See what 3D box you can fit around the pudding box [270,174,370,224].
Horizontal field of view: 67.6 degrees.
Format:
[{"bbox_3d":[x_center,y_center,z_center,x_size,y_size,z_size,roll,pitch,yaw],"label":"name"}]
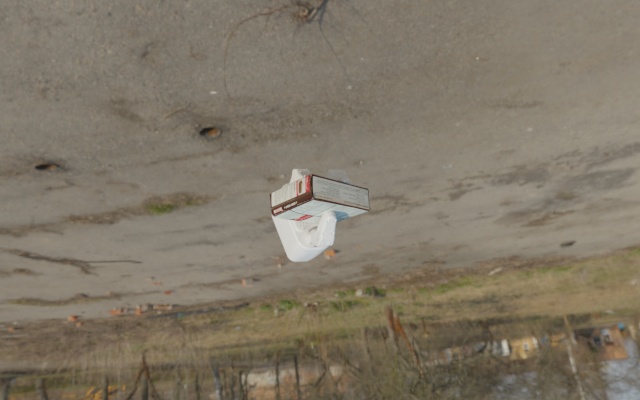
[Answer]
[{"bbox_3d":[0.000,0.002,0.669,0.113,0.039,0.090,10,-24,-42],"label":"pudding box"}]
